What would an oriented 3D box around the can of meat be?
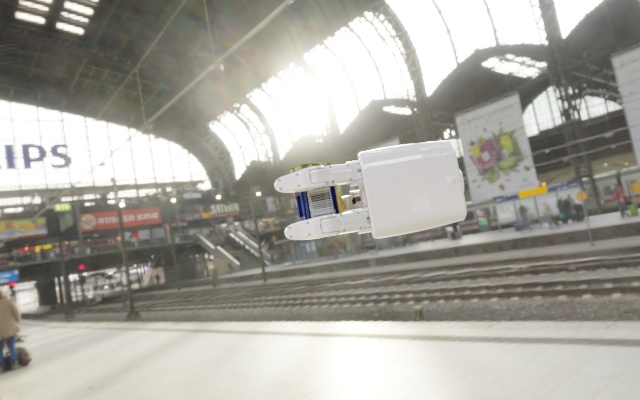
[{"bbox_3d":[0.000,0.002,0.584,0.057,0.084,0.102,-10,-5,5],"label":"can of meat"}]
